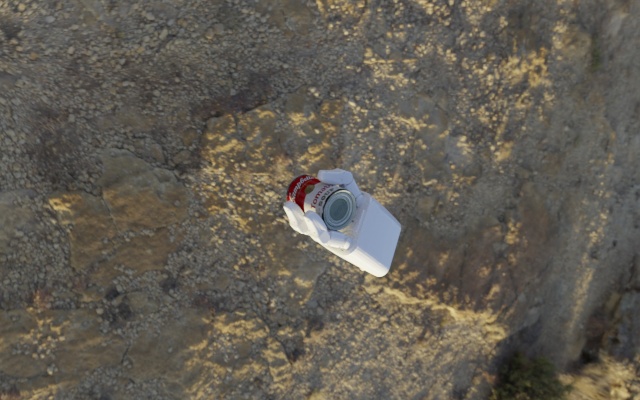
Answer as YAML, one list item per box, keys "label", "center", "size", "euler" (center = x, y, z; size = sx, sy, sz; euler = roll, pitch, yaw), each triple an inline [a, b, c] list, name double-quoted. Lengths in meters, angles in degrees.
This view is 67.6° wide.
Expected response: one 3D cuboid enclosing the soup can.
- label: "soup can"
  center: [0.000, 0.002, 0.761]
  size: [0.068, 0.068, 0.102]
  euler: [0, 15, -38]
